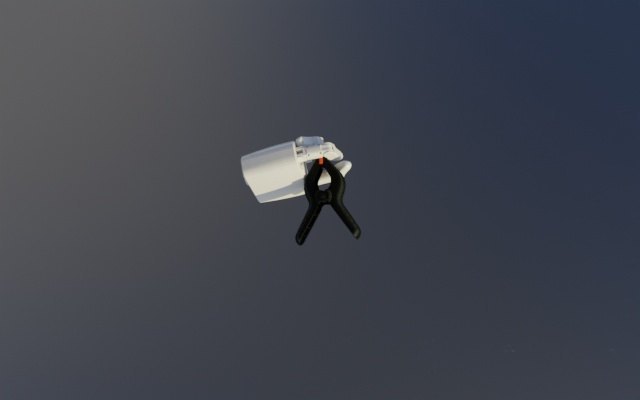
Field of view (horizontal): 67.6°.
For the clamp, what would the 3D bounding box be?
[{"bbox_3d":[0.000,0.003,0.879,0.120,0.171,0.039,-14,-20,6],"label":"clamp"}]
